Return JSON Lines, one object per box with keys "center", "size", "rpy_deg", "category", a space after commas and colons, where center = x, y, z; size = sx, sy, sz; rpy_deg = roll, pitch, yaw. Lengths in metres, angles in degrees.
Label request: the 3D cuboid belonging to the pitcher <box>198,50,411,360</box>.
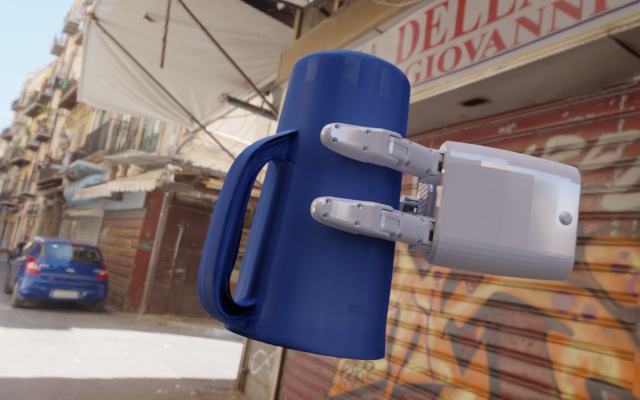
{"center": [0.000, 0.001, 0.401], "size": [0.145, 0.242, 0.149], "rpy_deg": [10, -9, 3], "category": "pitcher"}
